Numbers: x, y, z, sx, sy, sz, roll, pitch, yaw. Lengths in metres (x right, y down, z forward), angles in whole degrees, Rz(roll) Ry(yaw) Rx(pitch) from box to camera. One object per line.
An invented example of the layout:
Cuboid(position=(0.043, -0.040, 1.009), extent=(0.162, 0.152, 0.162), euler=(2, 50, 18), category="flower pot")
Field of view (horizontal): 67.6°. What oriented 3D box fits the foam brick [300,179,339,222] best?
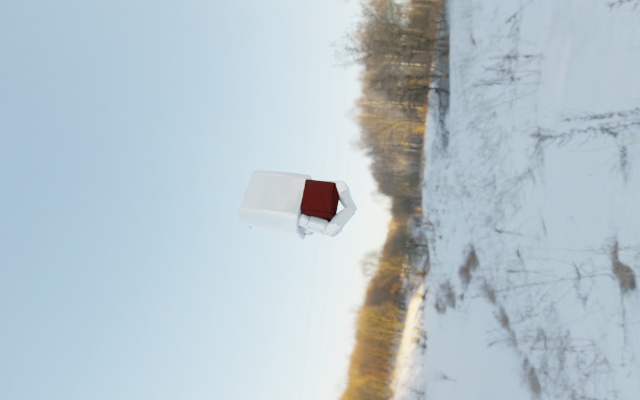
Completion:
Cuboid(position=(0.000, 0.002, 0.799), extent=(0.051, 0.053, 0.078), euler=(8, -15, 9), category="foam brick")
